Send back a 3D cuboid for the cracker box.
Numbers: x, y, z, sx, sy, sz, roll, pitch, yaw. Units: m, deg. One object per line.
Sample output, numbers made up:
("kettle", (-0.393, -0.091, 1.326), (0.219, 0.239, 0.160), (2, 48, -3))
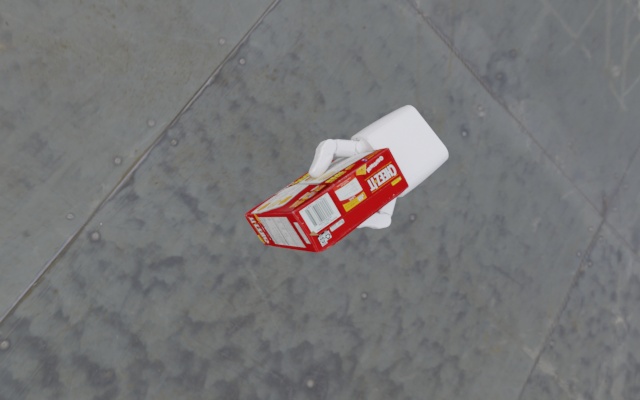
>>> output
("cracker box", (0.000, 0.002, 0.698), (0.164, 0.072, 0.214), (-35, 12, -22))
